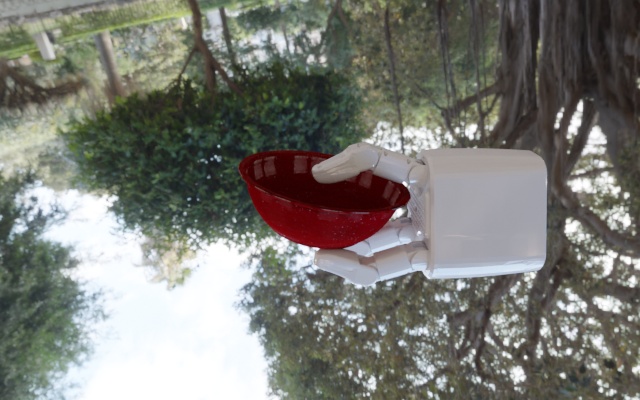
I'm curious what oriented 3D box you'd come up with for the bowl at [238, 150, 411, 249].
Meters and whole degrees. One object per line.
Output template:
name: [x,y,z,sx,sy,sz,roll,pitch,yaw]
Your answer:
bowl: [-0.001,0.002,0.455,0.162,0.055,0.162,9,21,-4]
